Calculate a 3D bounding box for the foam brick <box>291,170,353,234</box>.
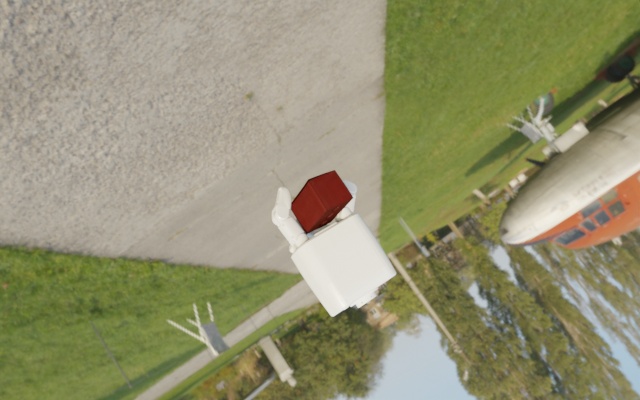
[{"bbox_3d":[0.000,0.002,0.687,0.053,0.051,0.078,-23,-17,-35],"label":"foam brick"}]
